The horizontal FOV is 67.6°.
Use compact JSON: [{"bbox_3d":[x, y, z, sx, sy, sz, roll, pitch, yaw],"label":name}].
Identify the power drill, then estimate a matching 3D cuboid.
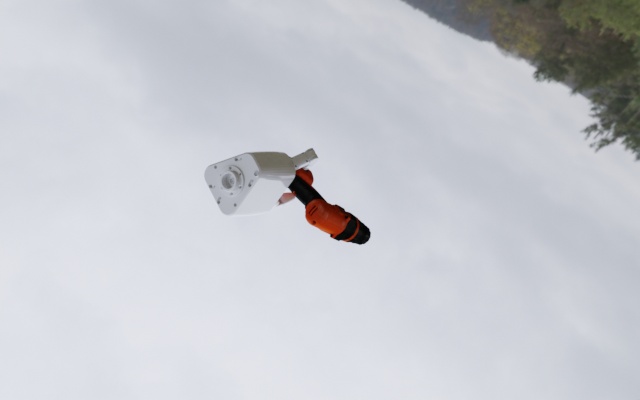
[{"bbox_3d":[0.000,0.003,0.882,0.187,0.057,0.184,44,8,36],"label":"power drill"}]
